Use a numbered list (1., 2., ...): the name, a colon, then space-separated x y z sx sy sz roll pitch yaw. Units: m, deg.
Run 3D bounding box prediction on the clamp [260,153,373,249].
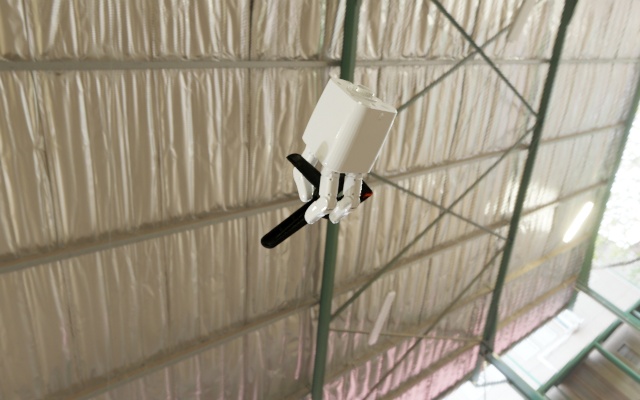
1. clamp: 0.000 0.002 0.767 0.210 0.165 0.036 -2 36 -46
